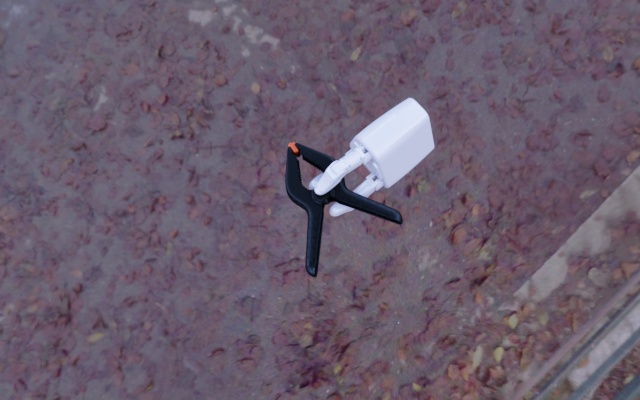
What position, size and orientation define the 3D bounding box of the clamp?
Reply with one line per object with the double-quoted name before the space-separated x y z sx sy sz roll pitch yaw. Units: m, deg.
"clamp" 0.000 0.002 0.740 0.164 0.210 0.036 -38 -17 -5
